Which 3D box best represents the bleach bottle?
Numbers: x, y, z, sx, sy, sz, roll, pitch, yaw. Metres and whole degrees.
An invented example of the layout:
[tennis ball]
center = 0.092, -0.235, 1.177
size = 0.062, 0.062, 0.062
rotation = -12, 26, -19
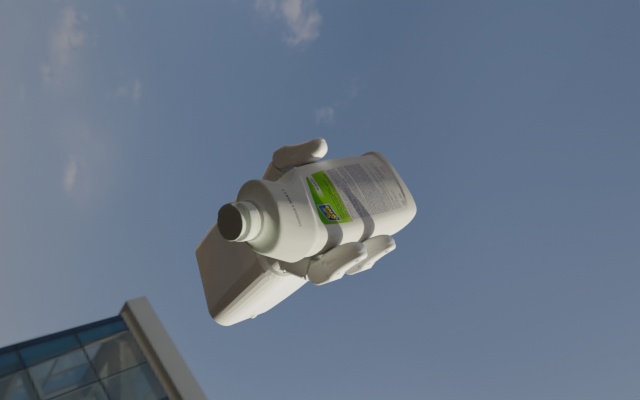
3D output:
[bleach bottle]
center = 0.000, 0.002, 0.465
size = 0.068, 0.102, 0.251
rotation = -44, -21, 30
